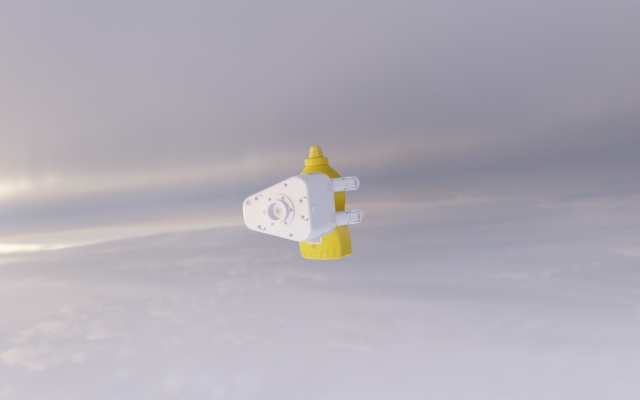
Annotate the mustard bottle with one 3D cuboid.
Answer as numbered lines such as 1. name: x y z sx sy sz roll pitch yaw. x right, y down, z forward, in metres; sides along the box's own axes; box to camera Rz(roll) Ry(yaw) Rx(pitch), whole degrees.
1. mustard bottle: 0.000 0.003 0.822 0.096 0.191 0.058 -4 3 44
